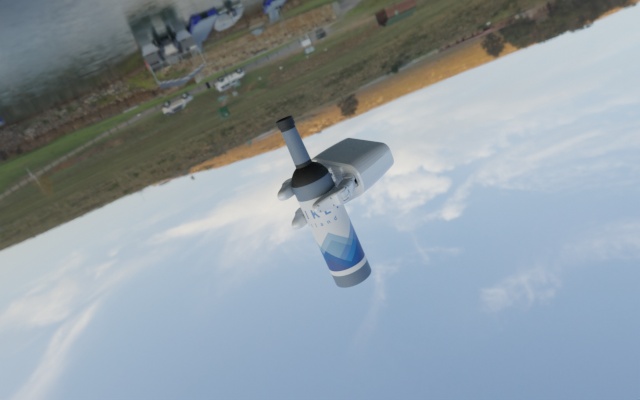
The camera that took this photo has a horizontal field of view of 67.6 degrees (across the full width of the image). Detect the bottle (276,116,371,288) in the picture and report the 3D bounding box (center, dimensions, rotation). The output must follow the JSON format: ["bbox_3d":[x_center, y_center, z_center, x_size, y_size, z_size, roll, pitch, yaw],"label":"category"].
[{"bbox_3d":[0.000,0.003,0.781,0.069,0.296,0.069,-22,17,7],"label":"bottle"}]
